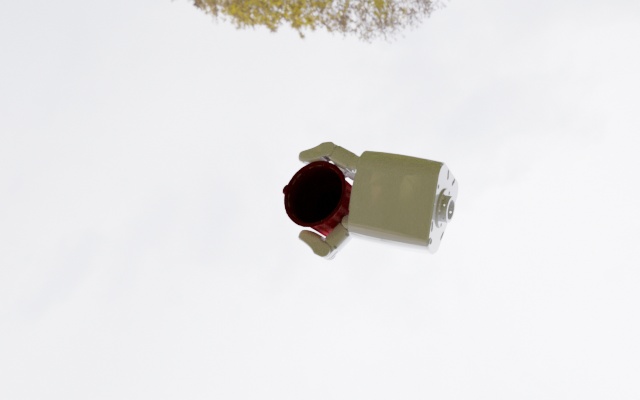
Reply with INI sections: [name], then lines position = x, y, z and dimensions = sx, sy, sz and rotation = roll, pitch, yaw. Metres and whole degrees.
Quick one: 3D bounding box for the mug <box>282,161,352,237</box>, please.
[mug]
position = -0.001, 0.002, 0.659
dimensions = 0.117, 0.093, 0.081
rotation = 12, -14, 33
